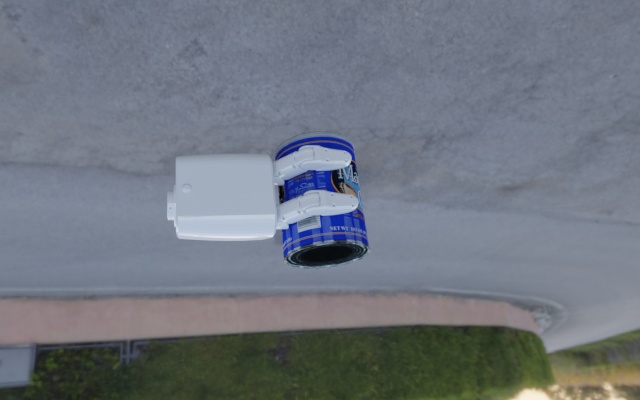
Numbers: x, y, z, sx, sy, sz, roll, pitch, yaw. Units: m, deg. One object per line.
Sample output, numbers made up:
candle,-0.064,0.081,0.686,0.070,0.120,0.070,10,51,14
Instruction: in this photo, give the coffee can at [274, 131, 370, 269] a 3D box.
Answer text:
coffee can,0.000,0.002,0.584,0.103,0.140,0.103,-6,-22,-3
